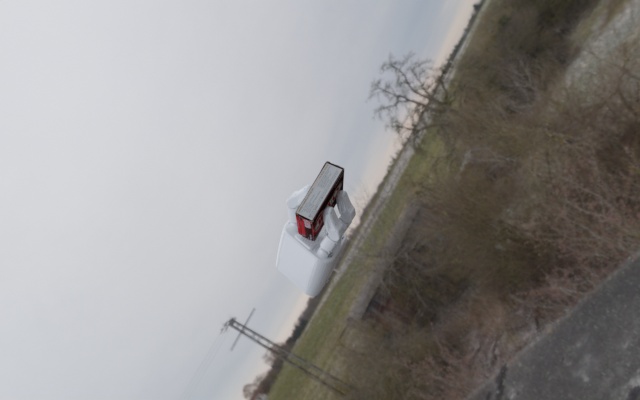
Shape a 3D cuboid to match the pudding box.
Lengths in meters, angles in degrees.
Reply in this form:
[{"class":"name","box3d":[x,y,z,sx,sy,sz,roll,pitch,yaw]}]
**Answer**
[{"class":"pudding box","box3d":[0.000,0.003,0.812,0.039,0.113,0.090,24,-22,11]}]
